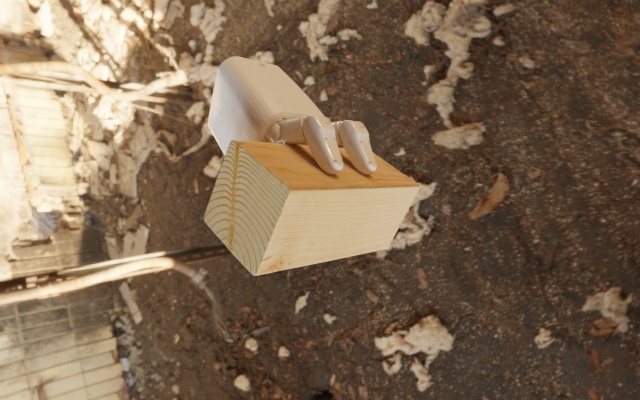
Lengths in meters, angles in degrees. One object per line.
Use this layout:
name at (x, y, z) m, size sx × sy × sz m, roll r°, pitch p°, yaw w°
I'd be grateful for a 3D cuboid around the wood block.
wood block at (0.000, 0.002, 0.493) m, size 0.206 × 0.091 × 0.090 m, roll -3°, pitch 35°, yaw -48°
